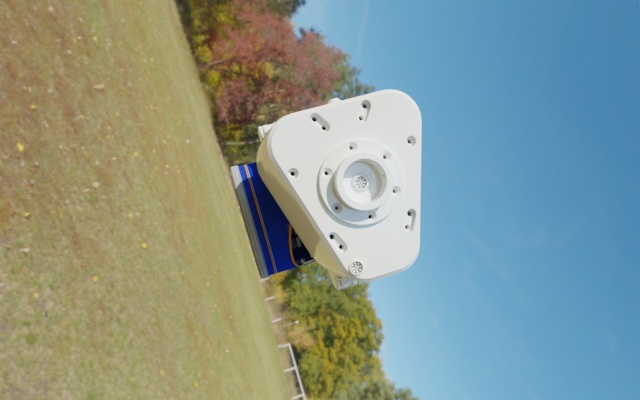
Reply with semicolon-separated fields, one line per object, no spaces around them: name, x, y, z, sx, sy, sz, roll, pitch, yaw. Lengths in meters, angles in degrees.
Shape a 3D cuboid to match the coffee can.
coffee can;0.000;0.002;0.433;0.140;0.103;0.103;-16;2;-8
